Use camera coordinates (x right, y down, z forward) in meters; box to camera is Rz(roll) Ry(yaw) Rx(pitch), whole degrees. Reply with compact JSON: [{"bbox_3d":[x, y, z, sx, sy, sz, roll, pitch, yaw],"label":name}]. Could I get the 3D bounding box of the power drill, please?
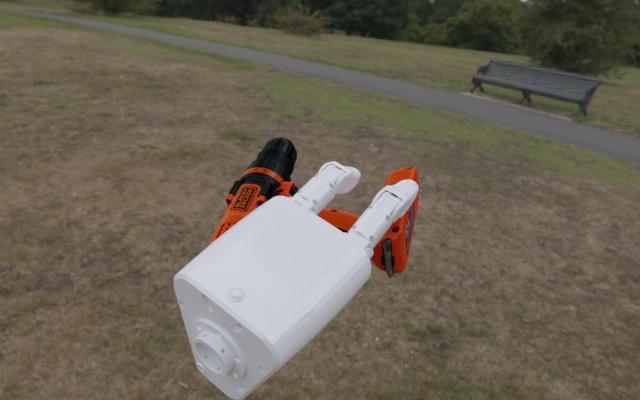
[{"bbox_3d":[0.000,0.002,0.478,0.187,0.184,0.057,2,-44,18],"label":"power drill"}]
